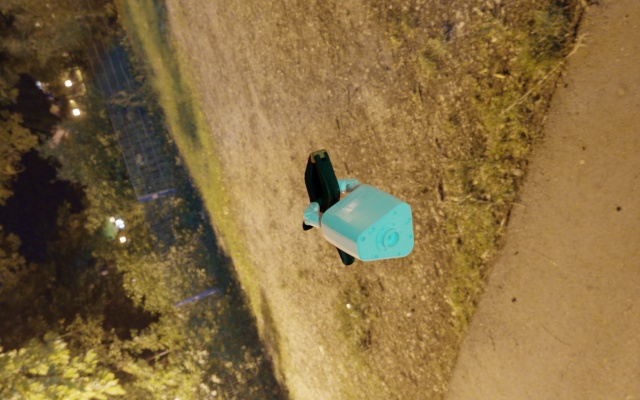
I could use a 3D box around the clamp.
[{"bbox_3d":[-0.001,0.003,0.890,0.036,0.210,0.164,-21,26,-26],"label":"clamp"}]
